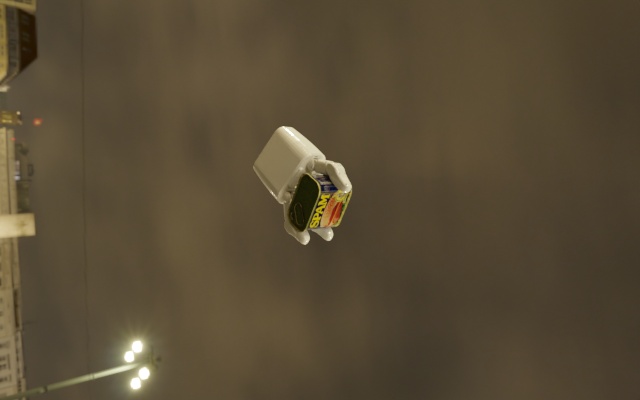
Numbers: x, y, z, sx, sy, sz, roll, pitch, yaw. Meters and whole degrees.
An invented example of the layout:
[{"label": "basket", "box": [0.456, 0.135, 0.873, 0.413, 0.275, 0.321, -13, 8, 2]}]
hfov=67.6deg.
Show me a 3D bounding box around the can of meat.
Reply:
[{"label": "can of meat", "box": [0.000, 0.003, 0.840, 0.084, 0.102, 0.057, -4, 36, -42]}]
